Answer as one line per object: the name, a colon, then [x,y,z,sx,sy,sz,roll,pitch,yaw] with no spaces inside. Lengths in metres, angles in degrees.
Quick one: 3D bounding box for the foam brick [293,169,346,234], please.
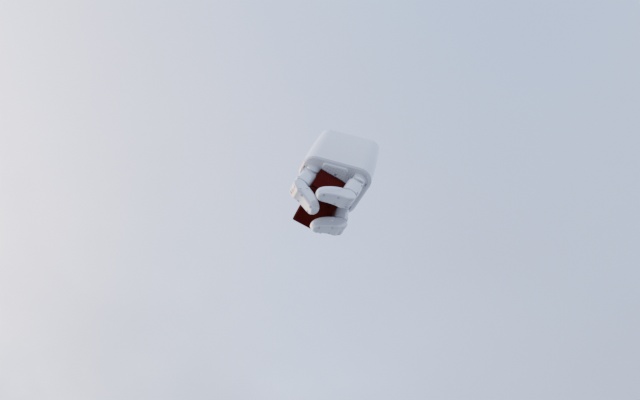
foam brick: [0.000,0.003,0.753,0.053,0.078,0.051,30,38,-3]
